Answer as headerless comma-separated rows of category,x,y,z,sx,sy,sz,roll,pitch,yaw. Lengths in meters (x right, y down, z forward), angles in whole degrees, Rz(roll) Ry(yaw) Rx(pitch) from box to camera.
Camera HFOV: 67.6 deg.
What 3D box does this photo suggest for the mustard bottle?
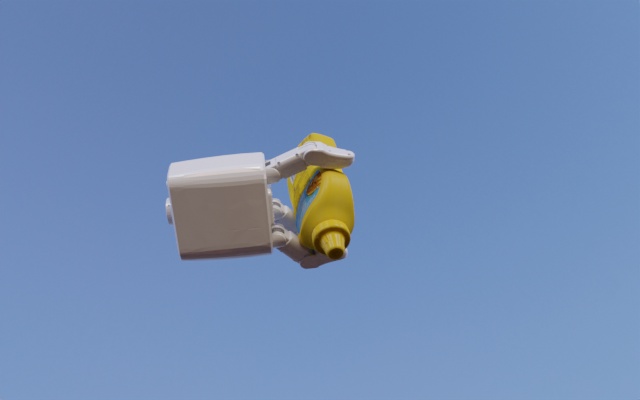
mustard bottle,0.000,0.002,0.567,0.058,0.096,0.191,15,29,-19
